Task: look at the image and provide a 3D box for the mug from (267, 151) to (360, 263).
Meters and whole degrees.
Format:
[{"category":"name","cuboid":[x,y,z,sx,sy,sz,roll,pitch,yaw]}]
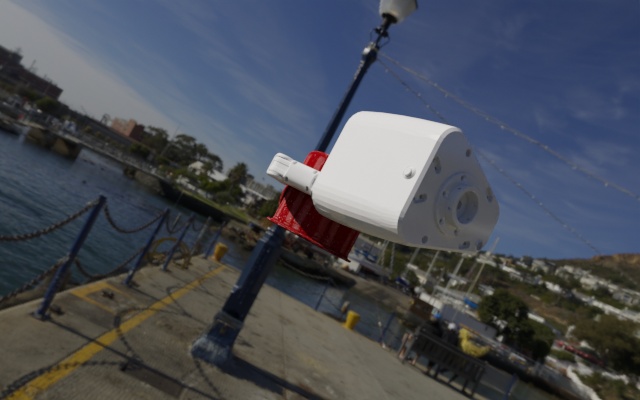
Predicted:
[{"category":"mug","cuboid":[-0.001,0.001,0.484,0.093,0.081,0.117,31,-6,-37]}]
